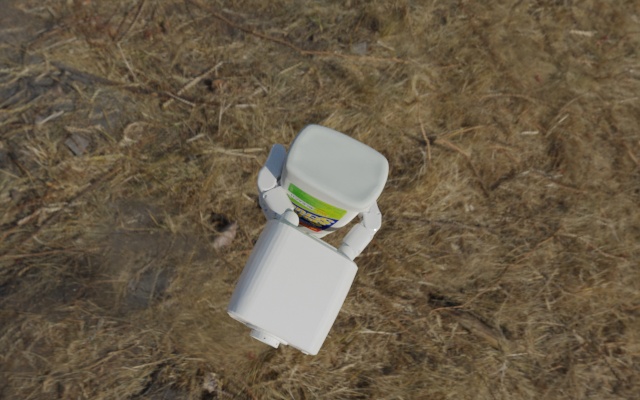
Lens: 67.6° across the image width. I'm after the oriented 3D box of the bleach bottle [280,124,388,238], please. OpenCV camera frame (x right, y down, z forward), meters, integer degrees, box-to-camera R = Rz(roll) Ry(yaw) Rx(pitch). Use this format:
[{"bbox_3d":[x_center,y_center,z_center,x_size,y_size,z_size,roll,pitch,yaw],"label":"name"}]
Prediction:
[{"bbox_3d":[0.000,0.002,0.572,0.102,0.068,0.251,28,-19,2],"label":"bleach bottle"}]
